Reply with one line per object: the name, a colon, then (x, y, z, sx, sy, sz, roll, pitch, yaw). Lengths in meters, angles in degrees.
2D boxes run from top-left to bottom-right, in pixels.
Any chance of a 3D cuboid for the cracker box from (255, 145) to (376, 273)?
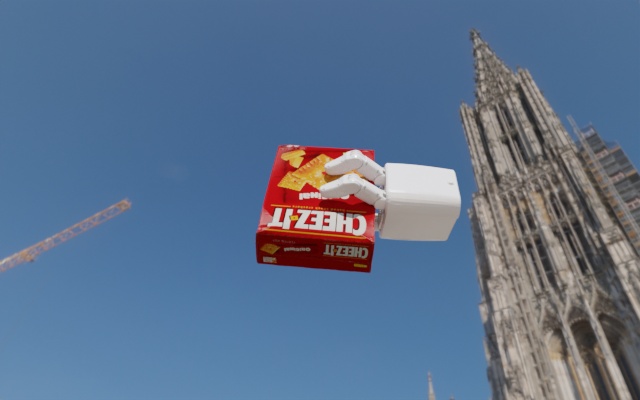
cracker box: (0.000, 0.002, 0.731, 0.164, 0.072, 0.213, 4, 41, 3)
